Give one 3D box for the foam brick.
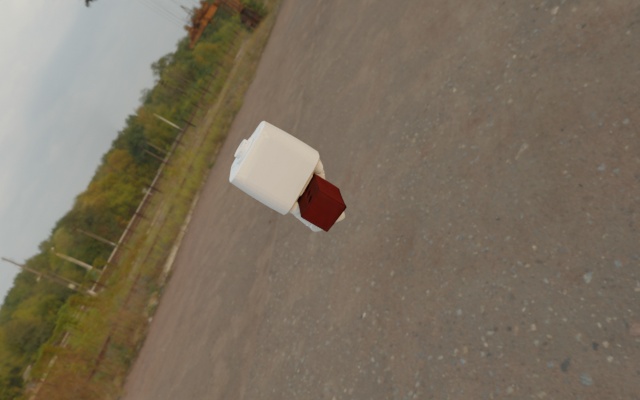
[{"bbox_3d":[0.000,0.003,0.748,0.051,0.053,0.078,31,16,-19],"label":"foam brick"}]
